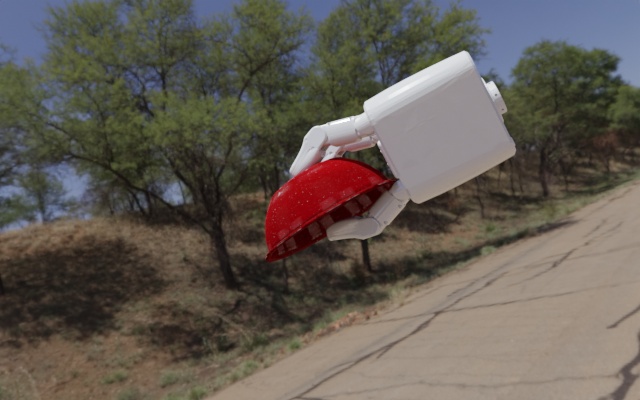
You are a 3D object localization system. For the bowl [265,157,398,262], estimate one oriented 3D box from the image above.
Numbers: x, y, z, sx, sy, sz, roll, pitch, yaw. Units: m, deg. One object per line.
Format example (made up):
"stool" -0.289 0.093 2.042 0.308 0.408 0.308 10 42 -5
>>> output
"bowl" -0.001 0.002 0.507 0.162 0.055 0.162 -30 -10 -6
